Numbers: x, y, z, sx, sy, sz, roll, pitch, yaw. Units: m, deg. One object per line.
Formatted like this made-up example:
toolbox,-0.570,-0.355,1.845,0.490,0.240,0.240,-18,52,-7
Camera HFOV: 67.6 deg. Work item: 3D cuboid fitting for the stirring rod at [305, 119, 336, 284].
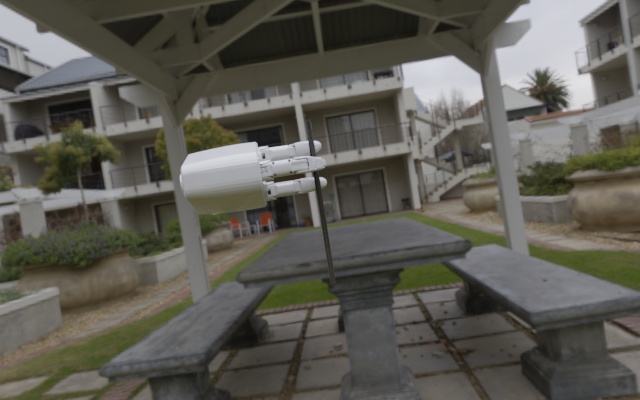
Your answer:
stirring rod,0.000,0.002,0.694,0.011,0.239,0.011,-9,1,0
